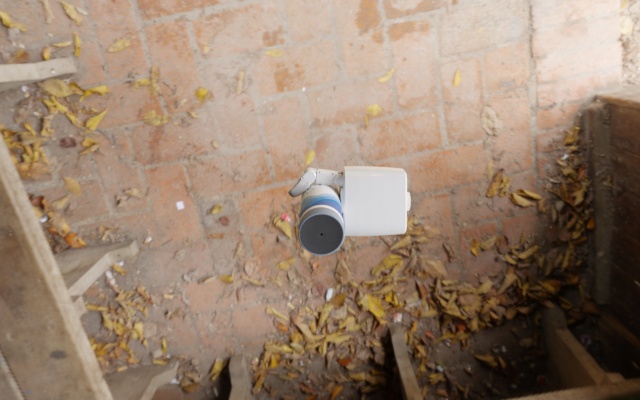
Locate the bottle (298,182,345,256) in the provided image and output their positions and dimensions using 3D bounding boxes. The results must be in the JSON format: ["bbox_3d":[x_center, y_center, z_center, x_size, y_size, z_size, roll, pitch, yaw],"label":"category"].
[{"bbox_3d":[0.000,0.003,0.818,0.069,0.069,0.295,0,18,-1],"label":"bottle"}]
